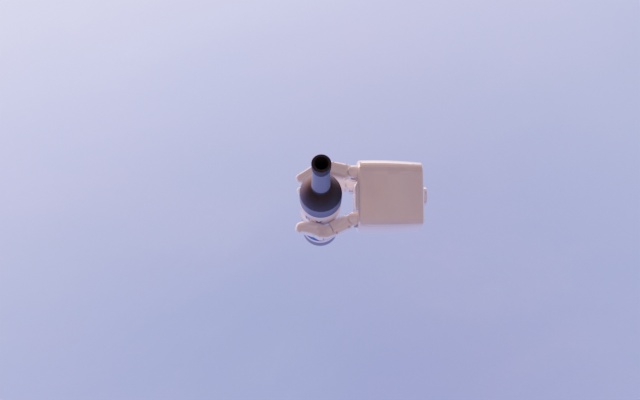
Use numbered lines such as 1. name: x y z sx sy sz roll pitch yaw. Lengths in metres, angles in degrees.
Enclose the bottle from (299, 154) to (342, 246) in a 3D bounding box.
1. bottle: 0.000 0.003 0.770 0.069 0.069 0.296 0 -21 0
